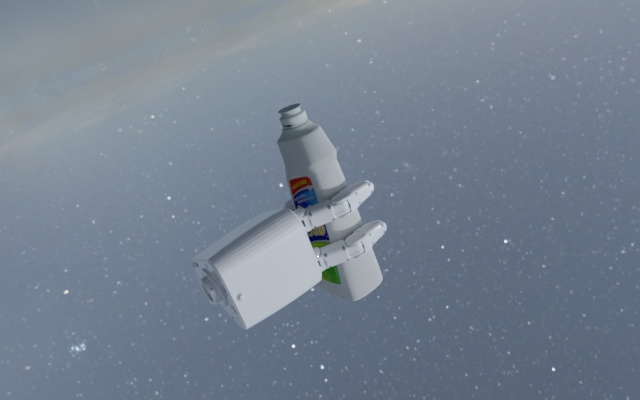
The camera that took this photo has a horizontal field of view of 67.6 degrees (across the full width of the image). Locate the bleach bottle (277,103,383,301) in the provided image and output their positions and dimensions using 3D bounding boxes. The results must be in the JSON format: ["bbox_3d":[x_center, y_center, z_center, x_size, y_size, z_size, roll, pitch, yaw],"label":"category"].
[{"bbox_3d":[0.000,0.002,0.597,0.068,0.251,0.102,-32,26,-25],"label":"bleach bottle"}]
